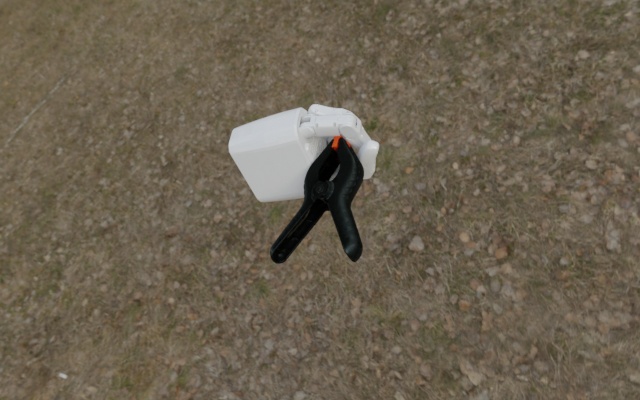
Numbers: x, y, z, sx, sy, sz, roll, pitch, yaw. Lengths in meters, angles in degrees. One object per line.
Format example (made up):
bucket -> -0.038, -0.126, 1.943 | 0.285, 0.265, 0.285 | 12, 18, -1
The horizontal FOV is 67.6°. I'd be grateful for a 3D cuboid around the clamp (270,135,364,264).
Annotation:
clamp -> 0.000, 0.001, 0.562 | 0.120, 0.171, 0.039 | -11, -39, 26
